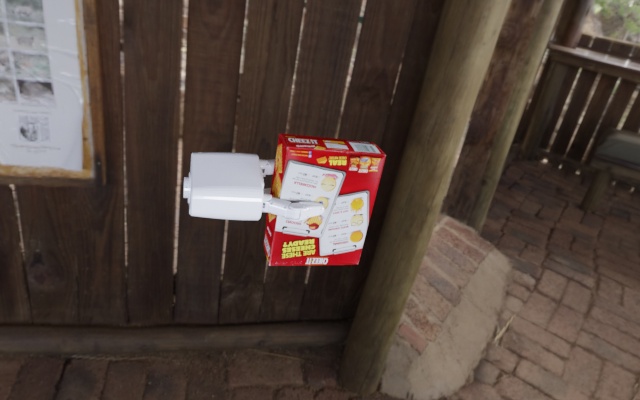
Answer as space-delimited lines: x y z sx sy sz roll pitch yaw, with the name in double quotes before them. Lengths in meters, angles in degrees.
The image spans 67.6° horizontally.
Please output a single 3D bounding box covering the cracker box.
"cracker box" 0.000 0.003 0.797 0.164 0.214 0.072 2 28 -18
